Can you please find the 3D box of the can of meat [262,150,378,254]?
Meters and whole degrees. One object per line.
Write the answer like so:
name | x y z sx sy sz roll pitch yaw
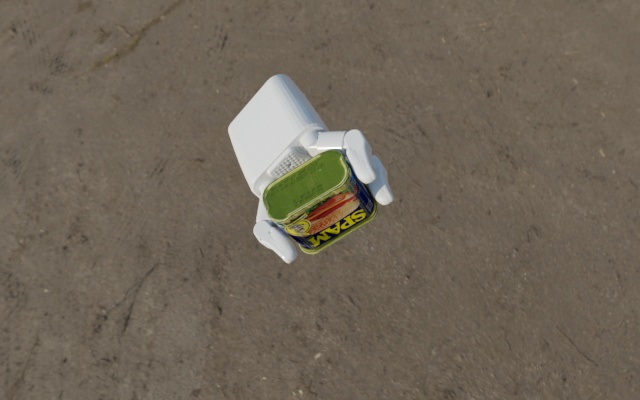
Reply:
can of meat | 0.000 0.002 0.511 0.102 0.057 0.084 -31 -36 8
